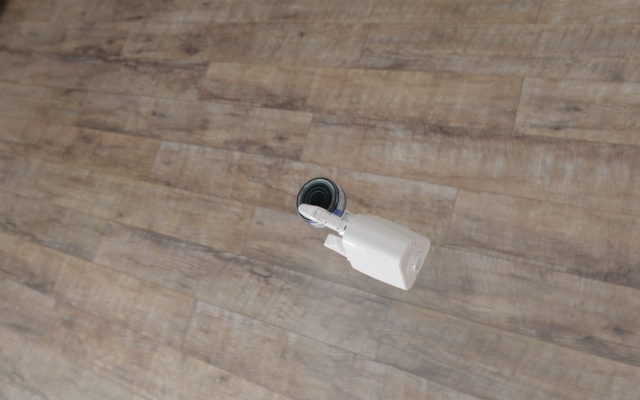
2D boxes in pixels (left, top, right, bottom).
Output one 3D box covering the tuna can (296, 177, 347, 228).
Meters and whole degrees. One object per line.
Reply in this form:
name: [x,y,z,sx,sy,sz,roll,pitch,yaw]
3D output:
tuna can: [0.000,0.003,0.834,0.086,0.086,0.034,0,-19,30]
